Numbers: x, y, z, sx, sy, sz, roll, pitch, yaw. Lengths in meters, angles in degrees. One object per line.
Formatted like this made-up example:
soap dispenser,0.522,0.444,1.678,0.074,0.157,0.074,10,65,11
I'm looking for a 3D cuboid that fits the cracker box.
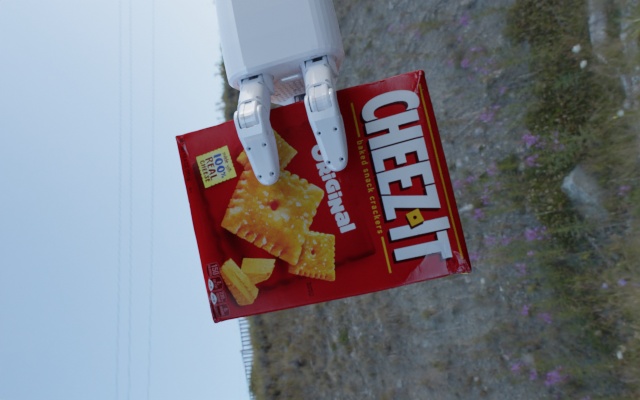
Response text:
cracker box,0.000,0.001,0.404,0.214,0.164,0.072,-13,-6,10
